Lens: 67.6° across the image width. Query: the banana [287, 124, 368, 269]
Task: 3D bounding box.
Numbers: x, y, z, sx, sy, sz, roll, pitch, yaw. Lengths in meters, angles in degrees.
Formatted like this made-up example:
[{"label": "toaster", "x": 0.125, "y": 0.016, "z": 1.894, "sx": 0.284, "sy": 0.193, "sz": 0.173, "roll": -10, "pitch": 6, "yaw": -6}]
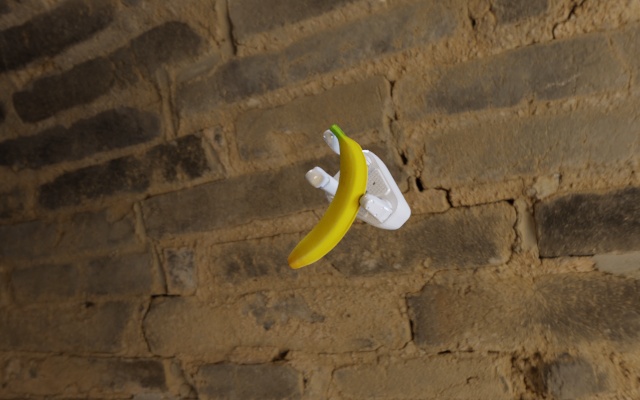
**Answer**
[{"label": "banana", "x": 0.018, "y": 0.004, "z": 0.627, "sx": 0.069, "sy": 0.198, "sz": 0.037, "roll": 18, "pitch": 0, "yaw": 19}]
